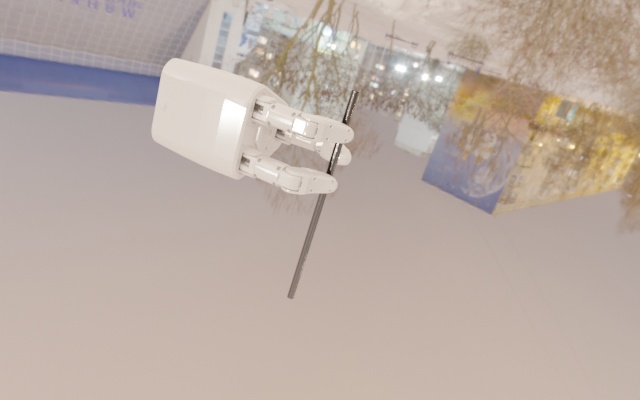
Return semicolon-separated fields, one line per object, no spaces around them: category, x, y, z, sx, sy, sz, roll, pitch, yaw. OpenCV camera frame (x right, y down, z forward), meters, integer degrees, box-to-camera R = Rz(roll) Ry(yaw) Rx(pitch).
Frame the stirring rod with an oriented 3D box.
stirring rod;0.000;0.002;0.507;0.011;0.240;0.011;16;19;-5
